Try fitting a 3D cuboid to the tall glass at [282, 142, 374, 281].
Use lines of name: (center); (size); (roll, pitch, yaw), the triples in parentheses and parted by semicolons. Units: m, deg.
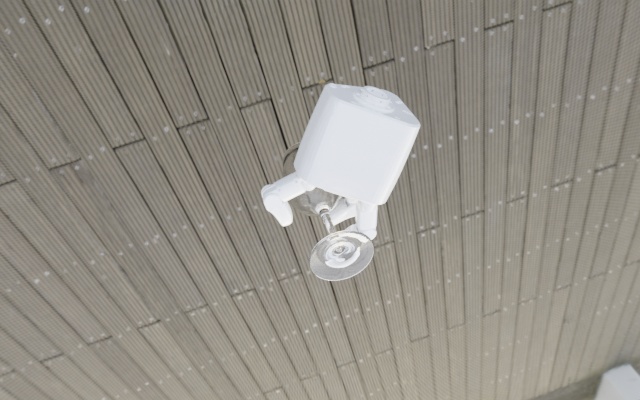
tall glass: (0.000, 0.002, 0.599); (0.079, 0.079, 0.201); (0, 37, -18)
